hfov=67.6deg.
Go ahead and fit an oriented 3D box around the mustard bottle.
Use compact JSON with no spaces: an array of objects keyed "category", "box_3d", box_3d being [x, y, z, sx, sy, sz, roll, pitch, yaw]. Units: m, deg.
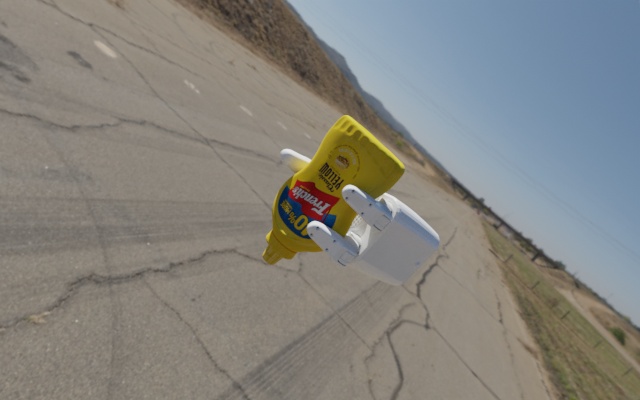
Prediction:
[{"category":"mustard bottle","box_3d":[0.000,0.002,0.552,0.096,0.191,0.058,47,13,24]}]
